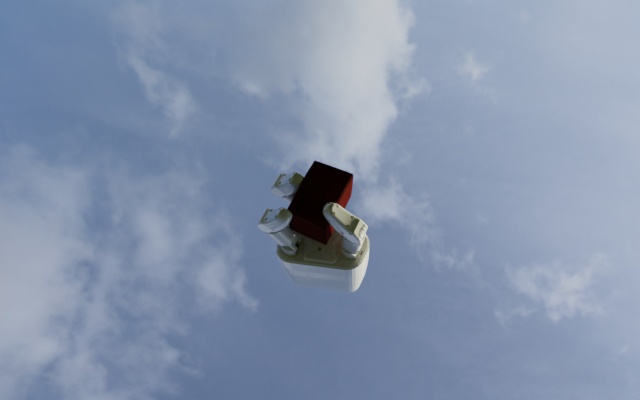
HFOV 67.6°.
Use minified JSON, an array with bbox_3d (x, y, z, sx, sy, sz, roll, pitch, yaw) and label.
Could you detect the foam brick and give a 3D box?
[{"bbox_3d":[0.000,0.002,0.576,0.053,0.078,0.051,23,-25,13],"label":"foam brick"}]
